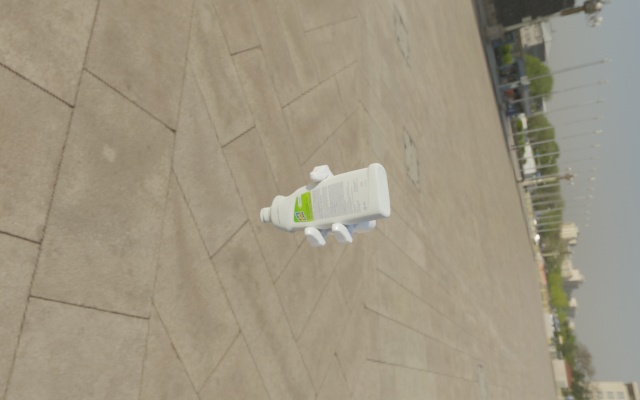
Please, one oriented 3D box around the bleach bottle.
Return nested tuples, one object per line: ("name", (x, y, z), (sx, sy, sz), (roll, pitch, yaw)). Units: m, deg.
("bleach bottle", (0.000, 0.003, 0.900), (0.251, 0.102, 0.068), (-10, -12, 23))
